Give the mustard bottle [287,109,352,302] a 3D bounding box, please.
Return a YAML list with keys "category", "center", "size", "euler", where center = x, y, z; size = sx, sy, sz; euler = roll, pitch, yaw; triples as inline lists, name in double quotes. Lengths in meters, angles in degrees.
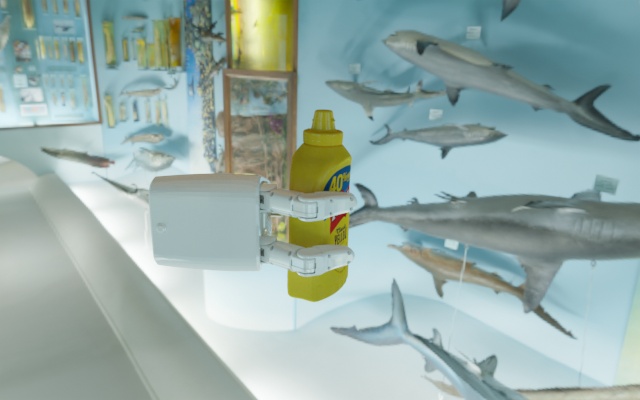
- category: "mustard bottle"
  center: [0.000, 0.002, 0.503]
  size: [0.058, 0.192, 0.096]
  euler: [9, 18, 24]
